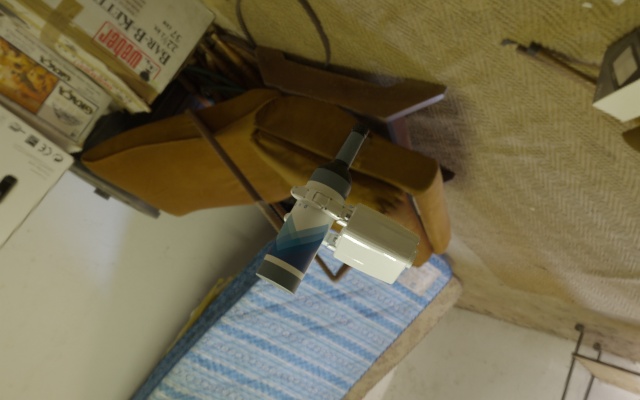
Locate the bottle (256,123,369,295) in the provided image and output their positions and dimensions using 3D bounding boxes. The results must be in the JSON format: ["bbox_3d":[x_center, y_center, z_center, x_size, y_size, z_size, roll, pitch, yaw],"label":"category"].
[{"bbox_3d":[0.000,0.003,0.757,0.069,0.295,0.069,27,-15,8],"label":"bottle"}]
